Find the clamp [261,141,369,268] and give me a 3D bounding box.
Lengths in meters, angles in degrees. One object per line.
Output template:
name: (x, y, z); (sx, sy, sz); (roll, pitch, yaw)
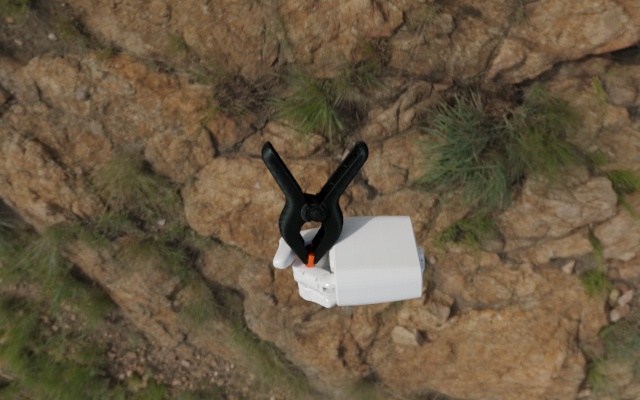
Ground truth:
clamp: (0.000, 0.002, 0.568); (0.120, 0.172, 0.039); (-6, 34, 0)
